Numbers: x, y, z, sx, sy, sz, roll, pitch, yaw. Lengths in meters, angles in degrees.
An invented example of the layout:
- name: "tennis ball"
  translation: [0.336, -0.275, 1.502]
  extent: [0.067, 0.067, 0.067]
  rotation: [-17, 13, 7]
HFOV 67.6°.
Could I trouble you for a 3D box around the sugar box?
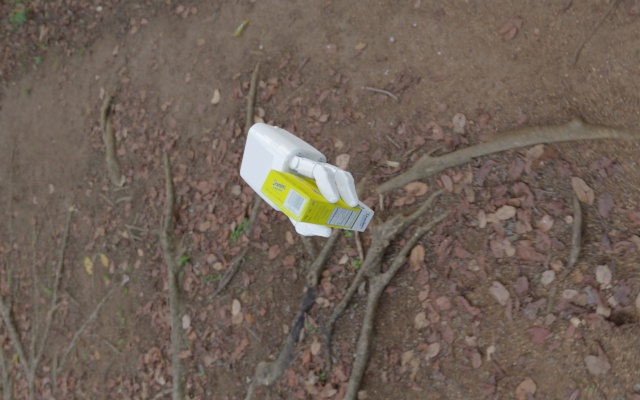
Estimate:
- name: "sugar box"
  translation: [0.000, 0.002, 0.745]
  extent: [0.093, 0.048, 0.176]
  rotation: [38, 18, 34]
